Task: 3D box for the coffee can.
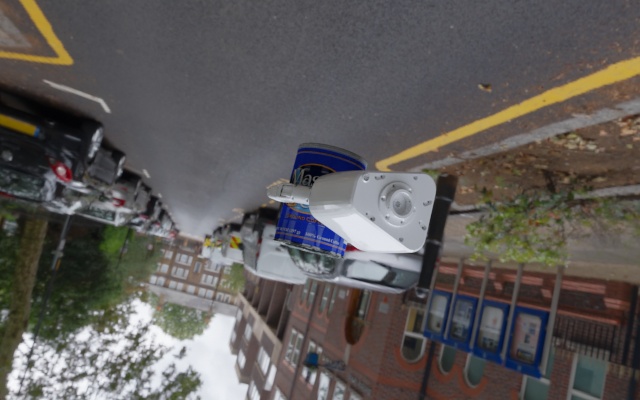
[{"bbox_3d":[0.000,0.002,0.674,0.103,0.140,0.103,14,-9,2],"label":"coffee can"}]
